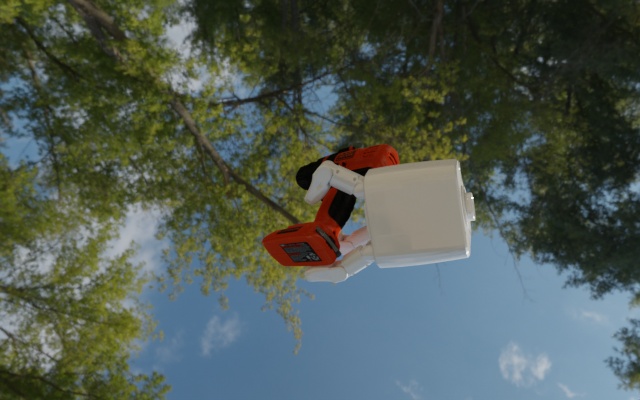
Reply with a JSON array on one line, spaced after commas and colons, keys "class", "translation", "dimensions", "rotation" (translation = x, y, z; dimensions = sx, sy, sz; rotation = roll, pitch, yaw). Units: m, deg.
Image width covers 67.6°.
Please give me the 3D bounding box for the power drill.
[{"class": "power drill", "translation": [0.000, 0.002, 0.650], "dimensions": [0.184, 0.187, 0.057], "rotation": [-11, -52, 46]}]
